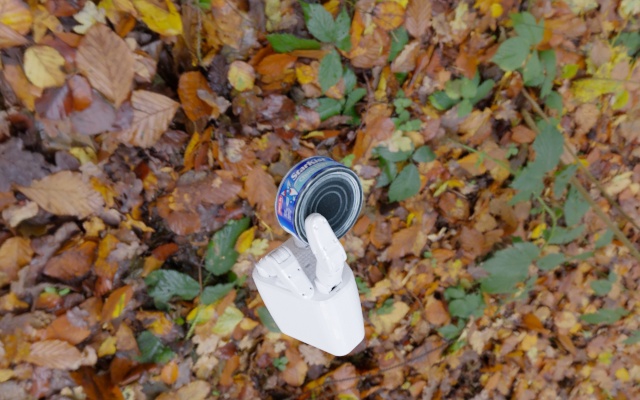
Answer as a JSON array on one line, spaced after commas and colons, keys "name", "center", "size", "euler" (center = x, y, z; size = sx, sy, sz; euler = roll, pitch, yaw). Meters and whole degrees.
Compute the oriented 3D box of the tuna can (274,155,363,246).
[{"name": "tuna can", "center": [0.000, 0.002, 0.467], "size": [0.086, 0.086, 0.033], "euler": [0, 21, -40]}]
